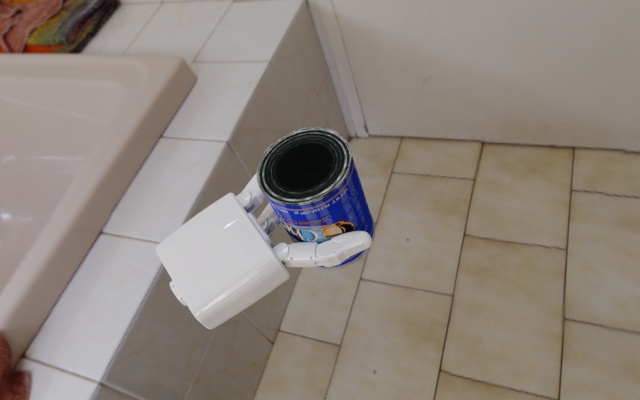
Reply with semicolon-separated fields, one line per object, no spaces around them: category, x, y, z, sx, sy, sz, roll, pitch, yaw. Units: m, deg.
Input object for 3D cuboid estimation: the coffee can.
coffee can;0.000;0.002;0.543;0.103;0.102;0.140;0;-35;18
